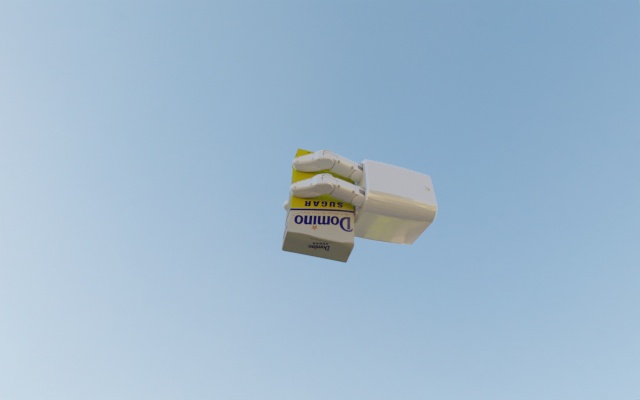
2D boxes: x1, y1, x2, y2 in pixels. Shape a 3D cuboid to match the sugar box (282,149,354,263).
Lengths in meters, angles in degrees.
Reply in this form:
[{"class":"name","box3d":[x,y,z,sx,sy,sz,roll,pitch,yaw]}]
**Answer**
[{"class":"sugar box","box3d":[0.000,0.002,0.688,0.093,0.048,0.176,11,41,-9]}]
